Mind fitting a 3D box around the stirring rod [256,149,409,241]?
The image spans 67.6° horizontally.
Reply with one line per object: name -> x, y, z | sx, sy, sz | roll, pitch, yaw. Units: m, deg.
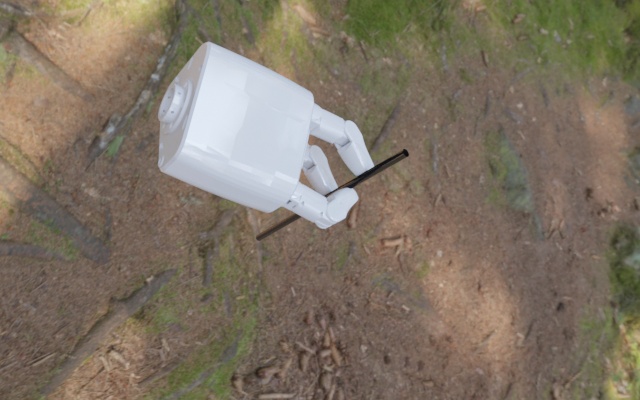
stirring rod -> 0.000, 0.002, 0.511 | 0.011, 0.011, 0.239 | 0, -22, -43
